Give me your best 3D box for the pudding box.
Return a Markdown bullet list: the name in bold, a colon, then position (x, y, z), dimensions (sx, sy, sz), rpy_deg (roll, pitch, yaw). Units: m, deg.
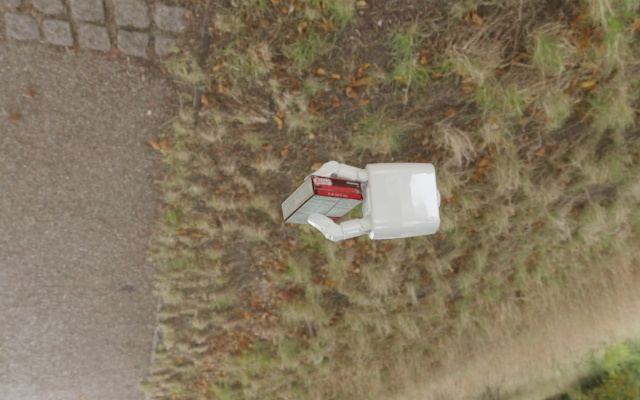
- **pudding box**: position (0.000, 0.003, 0.757), dimensions (0.090, 0.039, 0.113), rpy_deg (8, -30, -29)
